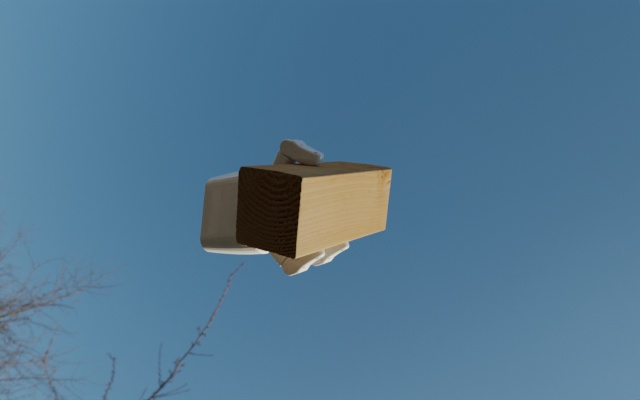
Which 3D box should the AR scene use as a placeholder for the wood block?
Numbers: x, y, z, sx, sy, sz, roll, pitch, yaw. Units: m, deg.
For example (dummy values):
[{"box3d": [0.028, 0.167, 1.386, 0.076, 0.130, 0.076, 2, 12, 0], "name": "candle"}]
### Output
[{"box3d": [0.000, 0.002, 0.597, 0.090, 0.091, 0.206, 11, 12, 33], "name": "wood block"}]
